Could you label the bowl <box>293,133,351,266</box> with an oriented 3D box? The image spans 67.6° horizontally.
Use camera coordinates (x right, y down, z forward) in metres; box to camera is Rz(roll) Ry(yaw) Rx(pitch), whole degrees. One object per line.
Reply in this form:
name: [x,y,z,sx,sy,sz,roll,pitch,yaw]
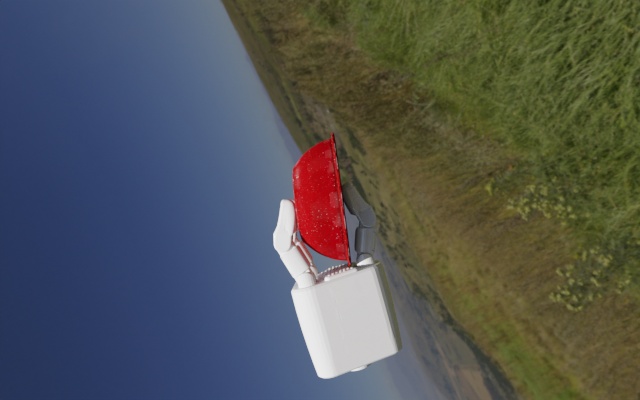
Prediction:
bowl: [-0.001,0.001,0.575,0.055,0.162,0.162,-7,0,2]
